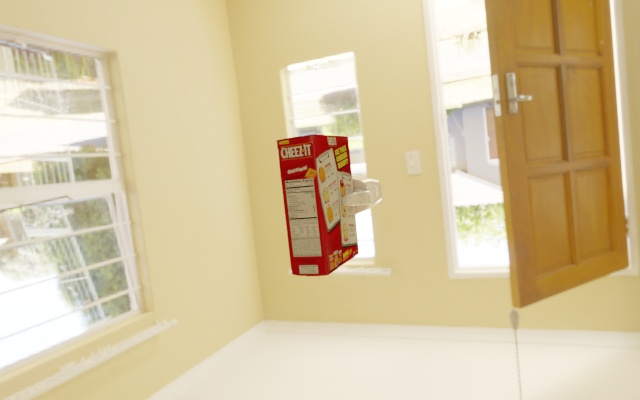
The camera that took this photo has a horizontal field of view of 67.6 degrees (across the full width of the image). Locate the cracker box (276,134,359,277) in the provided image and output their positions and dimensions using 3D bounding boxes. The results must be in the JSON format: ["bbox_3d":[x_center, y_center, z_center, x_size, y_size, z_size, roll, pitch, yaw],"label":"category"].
[{"bbox_3d":[0.000,0.003,0.790,0.072,0.214,0.164,-5,4,22],"label":"cracker box"}]
